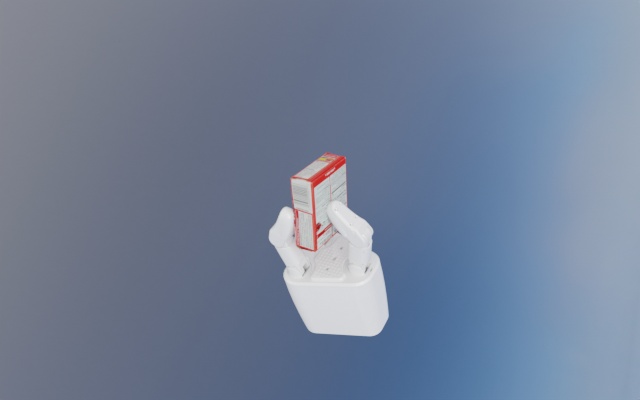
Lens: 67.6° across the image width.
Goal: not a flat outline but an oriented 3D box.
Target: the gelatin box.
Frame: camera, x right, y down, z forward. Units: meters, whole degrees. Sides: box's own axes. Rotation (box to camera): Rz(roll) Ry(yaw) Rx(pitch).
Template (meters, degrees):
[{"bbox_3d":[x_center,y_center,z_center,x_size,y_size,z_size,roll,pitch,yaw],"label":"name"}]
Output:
[{"bbox_3d":[0.000,0.002,0.532,0.030,0.089,0.073,14,33,29],"label":"gelatin box"}]
